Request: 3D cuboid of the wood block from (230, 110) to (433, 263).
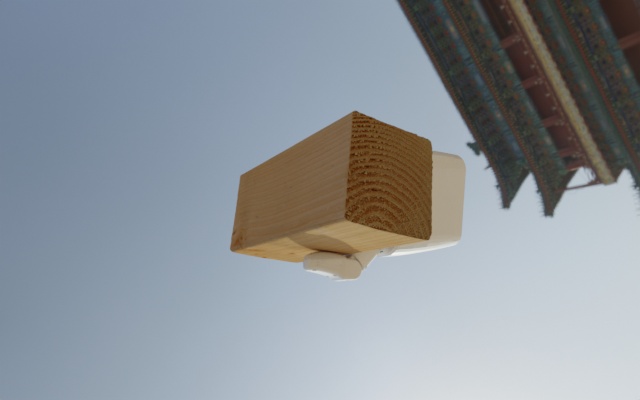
[{"bbox_3d":[0.000,0.002,0.458,0.090,0.090,0.206,15,-20,-31],"label":"wood block"}]
